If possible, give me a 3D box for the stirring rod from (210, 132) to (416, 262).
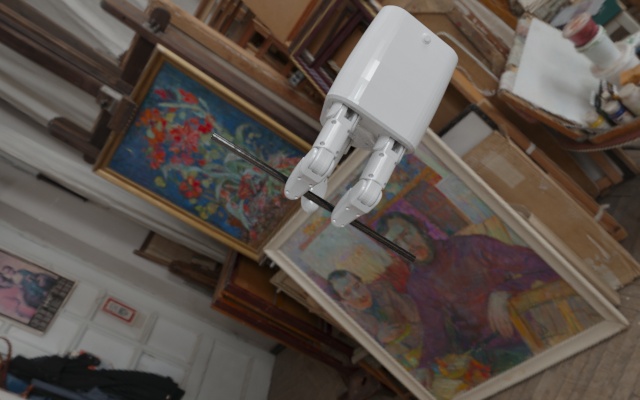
[{"bbox_3d":[0.000,0.002,0.466,0.239,0.011,0.011,32,-11,-18],"label":"stirring rod"}]
